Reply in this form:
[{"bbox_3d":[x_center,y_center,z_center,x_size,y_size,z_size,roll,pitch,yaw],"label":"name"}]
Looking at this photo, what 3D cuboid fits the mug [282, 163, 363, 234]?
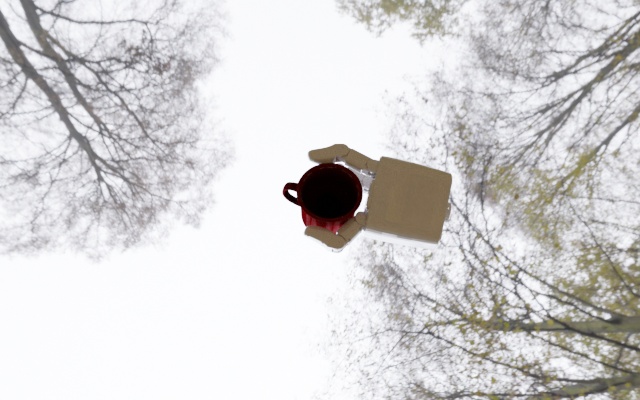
[{"bbox_3d":[-0.001,0.002,0.698,0.117,0.093,0.081,14,-25,5],"label":"mug"}]
